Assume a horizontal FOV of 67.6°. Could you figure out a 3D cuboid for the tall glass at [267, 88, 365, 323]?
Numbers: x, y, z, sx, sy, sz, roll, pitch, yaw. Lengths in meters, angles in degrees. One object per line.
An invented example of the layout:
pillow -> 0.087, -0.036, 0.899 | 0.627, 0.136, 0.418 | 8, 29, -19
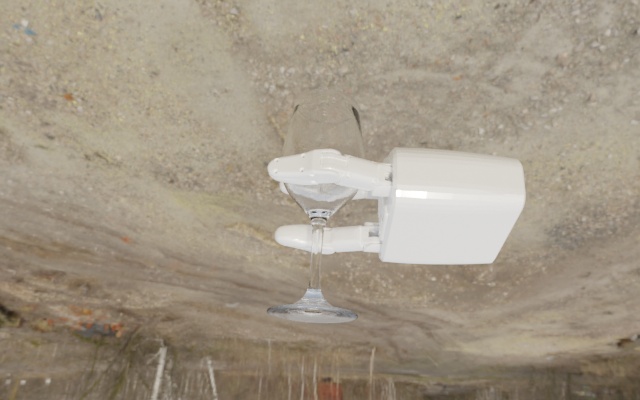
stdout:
tall glass -> 0.000, 0.002, 0.424 | 0.079, 0.201, 0.079 | 3, -22, 1
